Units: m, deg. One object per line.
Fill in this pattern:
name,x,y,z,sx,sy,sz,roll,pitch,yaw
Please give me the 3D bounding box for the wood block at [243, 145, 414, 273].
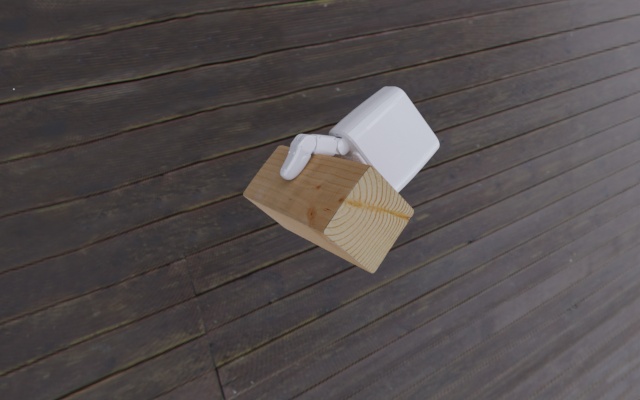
wood block,0.000,0.001,0.594,0.091,0.090,0.206,42,-12,-32
